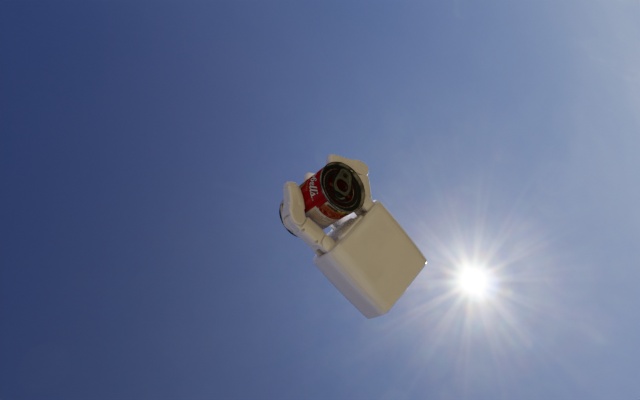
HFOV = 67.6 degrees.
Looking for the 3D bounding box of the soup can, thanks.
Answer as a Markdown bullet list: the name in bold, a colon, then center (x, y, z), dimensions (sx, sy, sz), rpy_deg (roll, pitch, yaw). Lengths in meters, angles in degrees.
- **soup can**: center (0.000, 0.002, 0.617), dimensions (0.068, 0.068, 0.102), rpy_deg (0, -22, -37)
